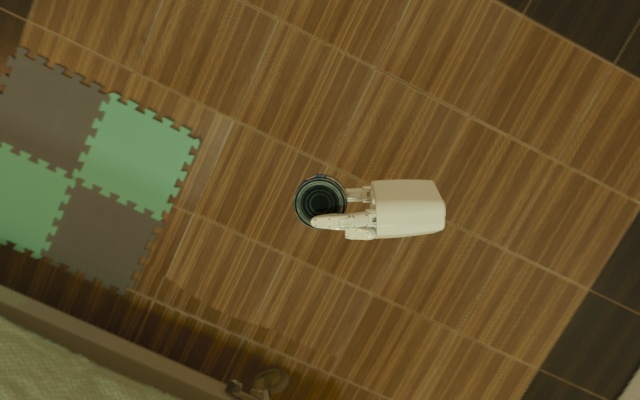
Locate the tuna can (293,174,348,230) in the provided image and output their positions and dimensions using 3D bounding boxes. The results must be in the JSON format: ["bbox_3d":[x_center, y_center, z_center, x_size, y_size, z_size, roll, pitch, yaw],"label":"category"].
[{"bbox_3d":[0.000,0.003,0.761,0.086,0.086,0.033,0,12,4],"label":"tuna can"}]
